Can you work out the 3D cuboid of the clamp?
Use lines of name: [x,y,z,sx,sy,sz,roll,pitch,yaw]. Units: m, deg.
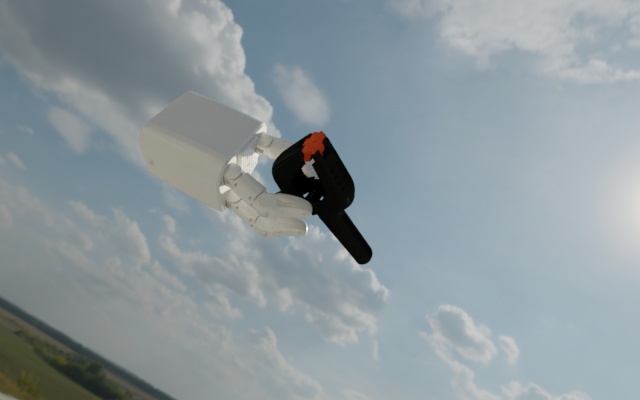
clamp: [0.000,0.001,0.541,0.164,0.036,0.210,25,-29,5]
